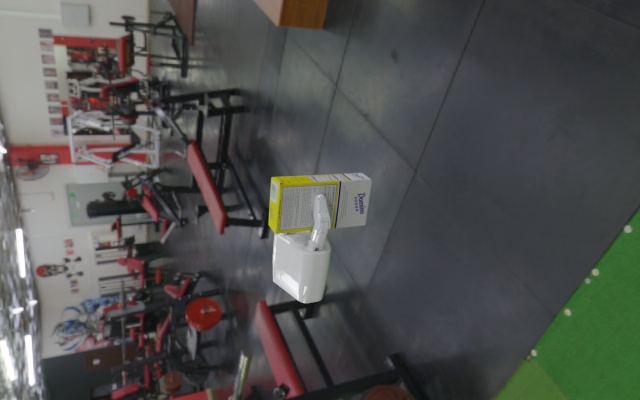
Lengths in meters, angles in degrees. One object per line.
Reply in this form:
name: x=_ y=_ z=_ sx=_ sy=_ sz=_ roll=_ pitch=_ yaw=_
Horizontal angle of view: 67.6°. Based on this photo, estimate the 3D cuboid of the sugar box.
sugar box: x=0.000 y=0.003 z=0.842 sx=0.176 sy=0.093 sz=0.048 roll=-4 pitch=24 yaw=-26
